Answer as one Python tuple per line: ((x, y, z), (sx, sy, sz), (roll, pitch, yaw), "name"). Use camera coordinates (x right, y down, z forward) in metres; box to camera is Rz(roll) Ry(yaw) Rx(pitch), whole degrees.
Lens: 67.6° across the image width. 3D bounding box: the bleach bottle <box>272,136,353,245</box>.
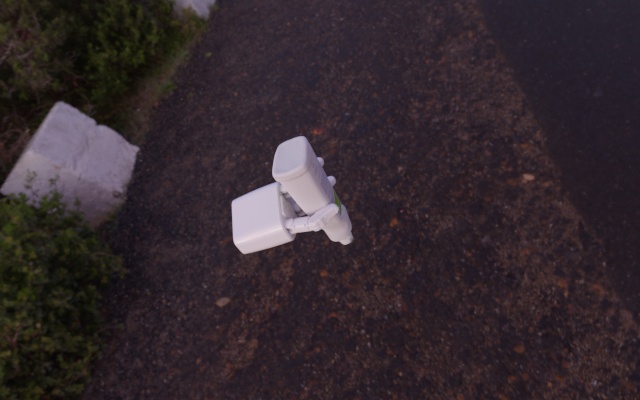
((0.000, 0.003, 0.897), (0.068, 0.102, 0.251), (-18, -49, 18), "bleach bottle")
